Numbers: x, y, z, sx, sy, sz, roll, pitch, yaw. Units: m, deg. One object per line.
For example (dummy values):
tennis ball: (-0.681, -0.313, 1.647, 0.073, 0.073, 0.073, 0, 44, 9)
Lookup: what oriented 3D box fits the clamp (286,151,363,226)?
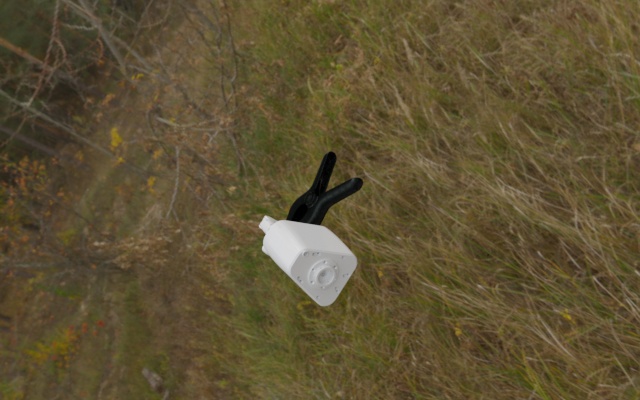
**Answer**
clamp: (0.000, 0.002, 0.816, 0.039, 0.171, 0.120, 31, 4, -31)
